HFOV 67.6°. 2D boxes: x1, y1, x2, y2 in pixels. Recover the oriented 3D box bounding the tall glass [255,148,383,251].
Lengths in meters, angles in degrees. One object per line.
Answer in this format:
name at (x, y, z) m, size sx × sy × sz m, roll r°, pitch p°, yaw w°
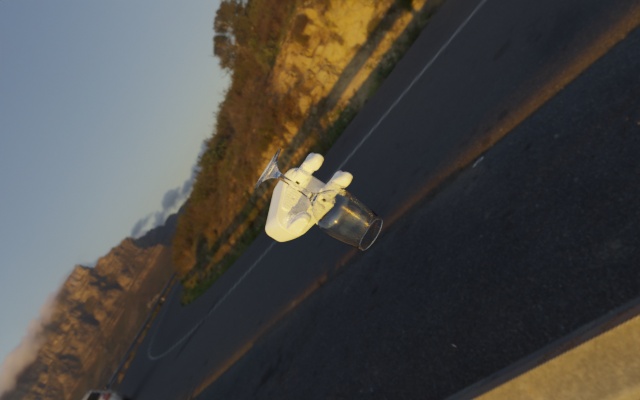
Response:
tall glass at (0.000, 0.002, 0.757) m, size 0.201 × 0.079 × 0.079 m, roll 32°, pitch -6°, yaw -10°
